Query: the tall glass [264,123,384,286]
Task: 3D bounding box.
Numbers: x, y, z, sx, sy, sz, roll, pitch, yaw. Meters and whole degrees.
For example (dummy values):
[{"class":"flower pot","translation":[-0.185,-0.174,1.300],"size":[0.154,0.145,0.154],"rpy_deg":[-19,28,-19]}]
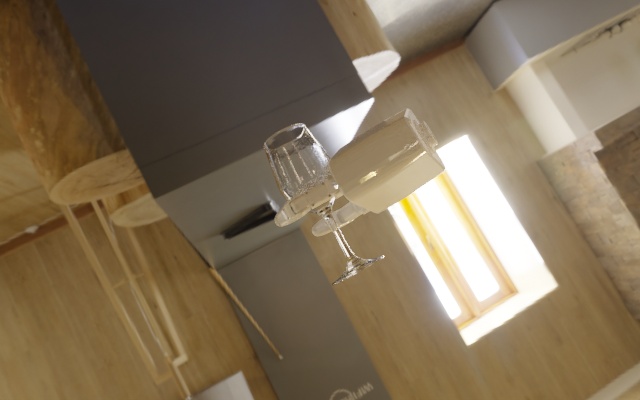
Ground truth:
[{"class":"tall glass","translation":[0.000,0.003,0.611],"size":[0.079,0.201,0.079],"rpy_deg":[-28,-8,-5]}]
